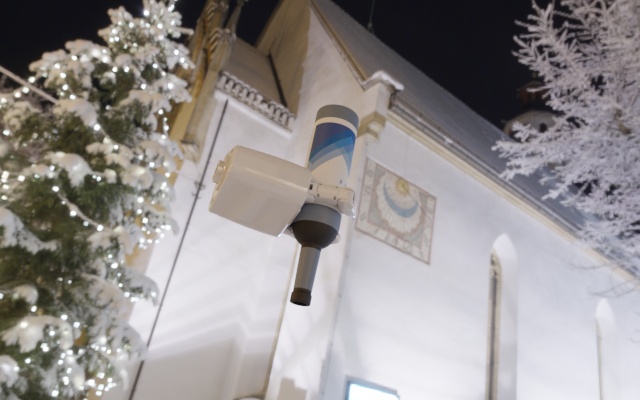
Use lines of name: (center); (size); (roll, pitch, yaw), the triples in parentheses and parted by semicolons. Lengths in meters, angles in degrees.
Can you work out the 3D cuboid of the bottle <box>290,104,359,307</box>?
bottle: (0.000, 0.002, 0.675); (0.069, 0.295, 0.069); (9, -25, 4)
